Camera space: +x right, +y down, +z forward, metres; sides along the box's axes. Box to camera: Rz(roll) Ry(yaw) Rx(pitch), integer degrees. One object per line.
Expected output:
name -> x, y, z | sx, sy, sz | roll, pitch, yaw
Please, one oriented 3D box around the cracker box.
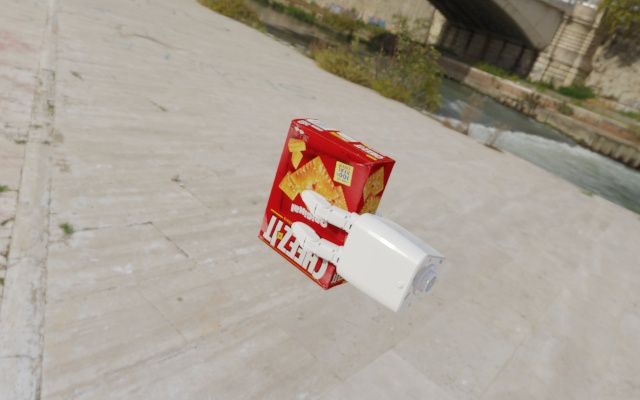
cracker box -> 0.000, 0.002, 0.734 | 0.164, 0.214, 0.072 | 33, 26, 32
